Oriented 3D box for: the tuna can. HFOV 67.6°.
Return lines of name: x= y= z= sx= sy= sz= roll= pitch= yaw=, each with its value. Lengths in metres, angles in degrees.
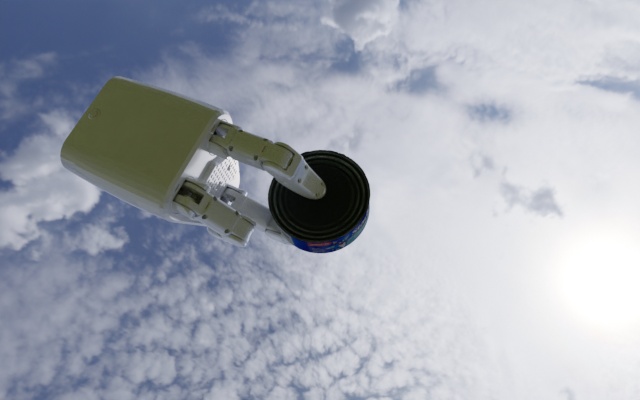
tuna can: x=0.000 y=0.002 z=0.411 sx=0.086 sy=0.086 sz=0.034 roll=0 pitch=-25 yaw=6
